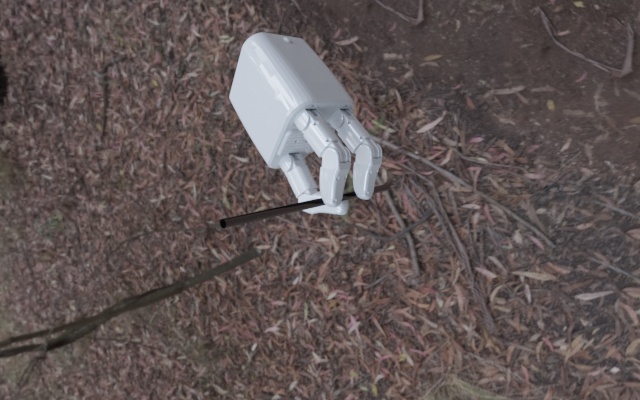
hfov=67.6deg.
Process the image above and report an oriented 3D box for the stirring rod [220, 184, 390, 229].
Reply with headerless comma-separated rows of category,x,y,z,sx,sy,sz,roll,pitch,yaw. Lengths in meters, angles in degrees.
stirring rod,0.000,0.002,0.474,0.011,0.011,0.239,0,8,41
